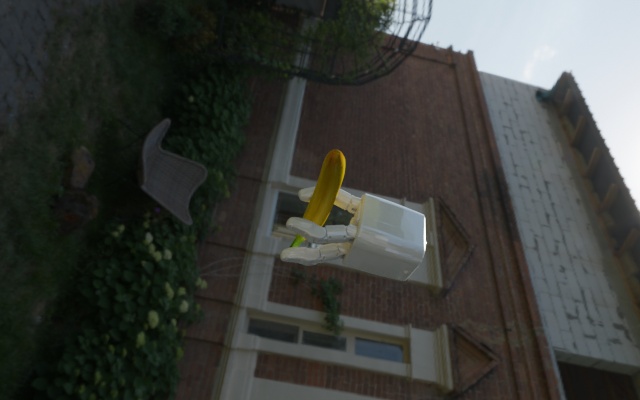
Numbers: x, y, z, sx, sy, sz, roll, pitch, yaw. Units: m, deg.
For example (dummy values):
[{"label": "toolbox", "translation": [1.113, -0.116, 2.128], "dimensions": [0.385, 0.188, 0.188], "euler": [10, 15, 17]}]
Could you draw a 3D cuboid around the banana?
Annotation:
[{"label": "banana", "translation": [0.004, -0.005, 0.715], "dimensions": [0.037, 0.198, 0.069], "euler": [24, 37, 2]}]
